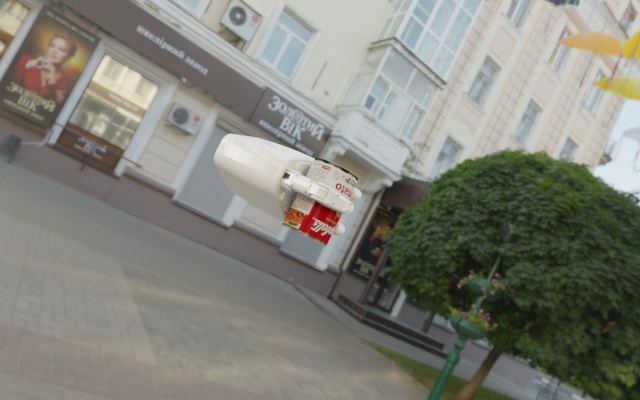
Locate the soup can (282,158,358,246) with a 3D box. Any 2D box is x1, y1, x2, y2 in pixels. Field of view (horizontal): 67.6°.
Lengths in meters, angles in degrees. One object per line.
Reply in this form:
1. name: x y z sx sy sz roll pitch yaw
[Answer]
1. soup can: 0.001 0.002 0.648 0.068 0.102 0.068 26 -5 2
